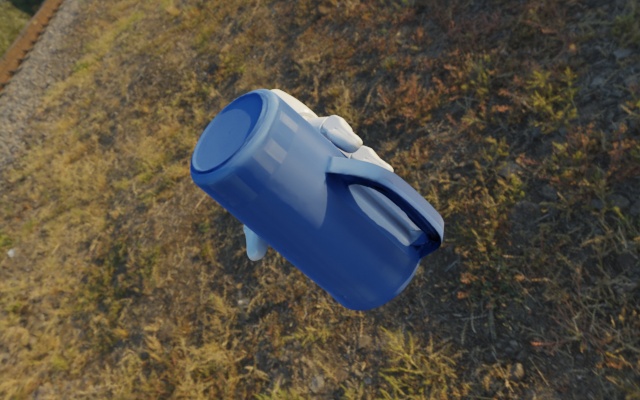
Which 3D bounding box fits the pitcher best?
[{"bbox_3d":[0.000,0.002,0.482,0.243,0.149,0.145,41,6,-36],"label":"pitcher"}]
